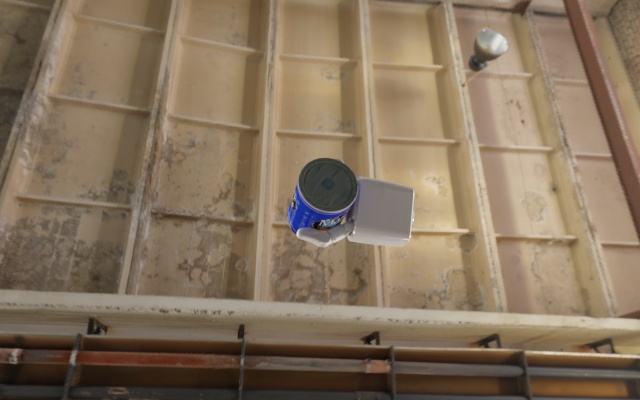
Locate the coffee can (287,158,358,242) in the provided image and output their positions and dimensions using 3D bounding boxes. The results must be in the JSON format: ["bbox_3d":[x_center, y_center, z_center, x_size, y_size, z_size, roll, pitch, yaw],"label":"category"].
[{"bbox_3d":[0.000,0.003,0.855,0.103,0.102,0.140,0,-26,-12],"label":"coffee can"}]
